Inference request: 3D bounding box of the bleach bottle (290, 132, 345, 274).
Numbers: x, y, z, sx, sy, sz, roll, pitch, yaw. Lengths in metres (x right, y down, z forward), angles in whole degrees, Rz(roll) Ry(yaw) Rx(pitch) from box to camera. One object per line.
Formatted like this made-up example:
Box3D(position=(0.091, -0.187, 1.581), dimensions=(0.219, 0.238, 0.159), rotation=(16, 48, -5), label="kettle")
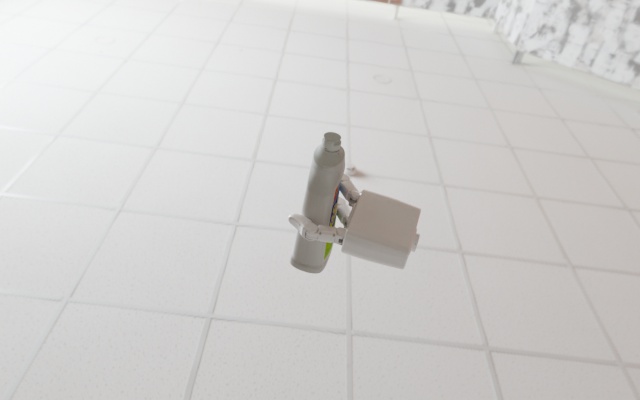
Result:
Box3D(position=(0.000, 0.003, 0.813), dimensions=(0.068, 0.251, 0.102), rotation=(16, 39, 9), label="bleach bottle")
